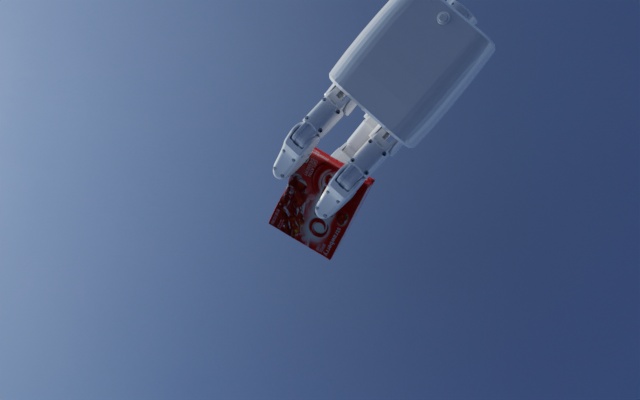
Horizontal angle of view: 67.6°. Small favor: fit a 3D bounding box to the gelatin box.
[{"bbox_3d":[0.000,0.002,0.468,0.073,0.089,0.030,30,21,9],"label":"gelatin box"}]
